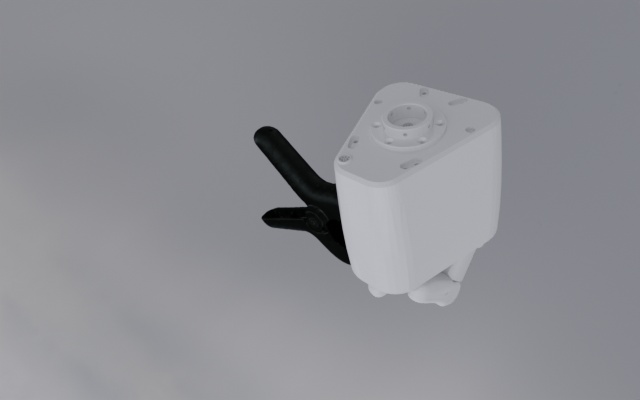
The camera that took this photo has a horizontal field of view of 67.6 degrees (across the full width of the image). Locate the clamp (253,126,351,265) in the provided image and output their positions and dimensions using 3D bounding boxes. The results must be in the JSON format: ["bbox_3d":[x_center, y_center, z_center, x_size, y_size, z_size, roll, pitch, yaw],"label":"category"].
[{"bbox_3d":[0.000,0.002,0.435,0.171,0.120,0.039,22,51,33],"label":"clamp"}]
